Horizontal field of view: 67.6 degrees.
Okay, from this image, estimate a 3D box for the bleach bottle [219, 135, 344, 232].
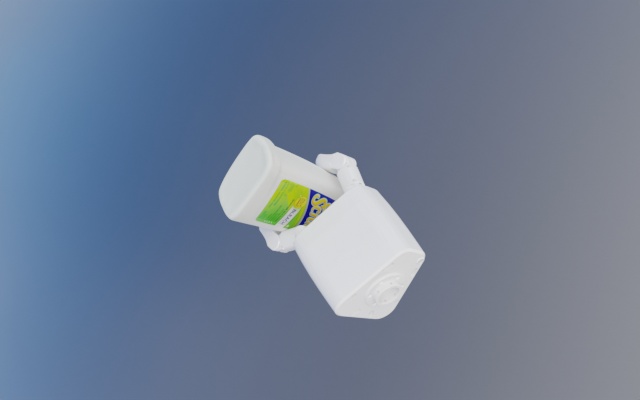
[{"bbox_3d":[0.000,0.002,0.620,0.251,0.102,0.068,17,30,-42],"label":"bleach bottle"}]
